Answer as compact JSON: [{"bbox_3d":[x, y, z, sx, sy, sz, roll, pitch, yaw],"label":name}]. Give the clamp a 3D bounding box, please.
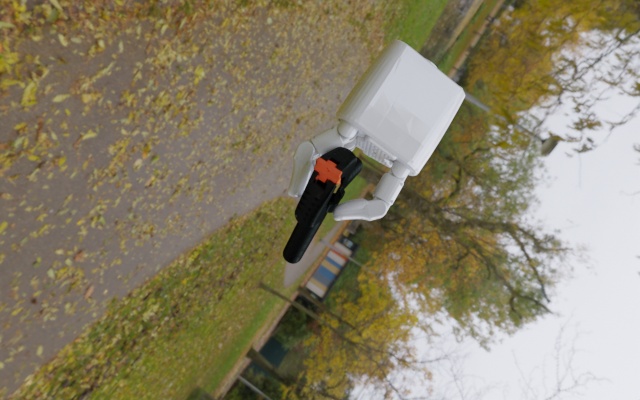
[{"bbox_3d":[0.001,0.002,0.538,0.036,0.164,0.210,32,-4,6],"label":"clamp"}]
